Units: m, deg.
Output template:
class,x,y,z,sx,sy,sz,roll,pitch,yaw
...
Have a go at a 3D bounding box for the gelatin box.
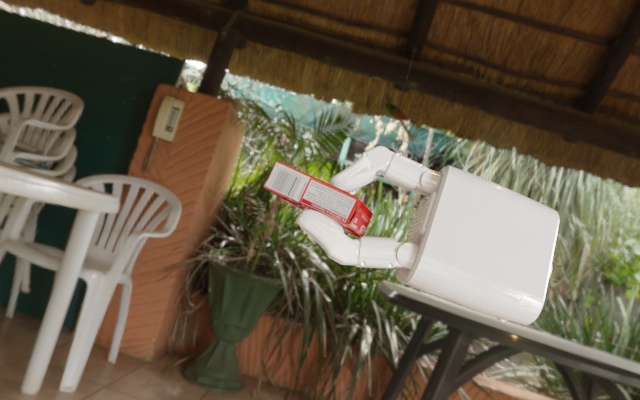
class,x,y,z,sx,sy,sz,roll,pitch,yaw
gelatin box,0.000,0.001,0.447,0.089,0.030,0.073,25,-5,18
